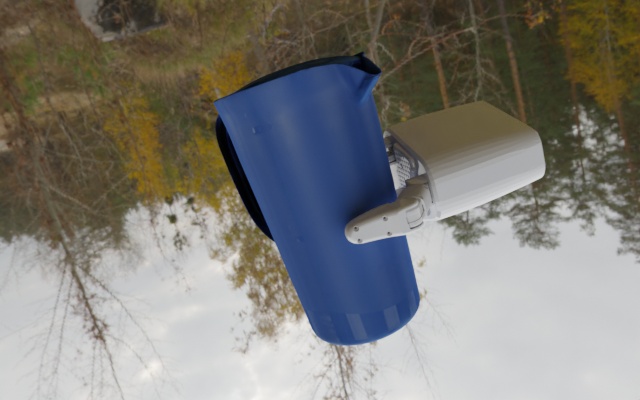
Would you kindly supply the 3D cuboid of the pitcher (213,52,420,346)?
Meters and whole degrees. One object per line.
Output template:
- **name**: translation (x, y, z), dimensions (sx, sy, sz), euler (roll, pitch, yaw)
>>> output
- **pitcher**: translation (0.000, 0.001, 0.436), dimensions (0.145, 0.243, 0.149), euler (-19, 14, -6)
